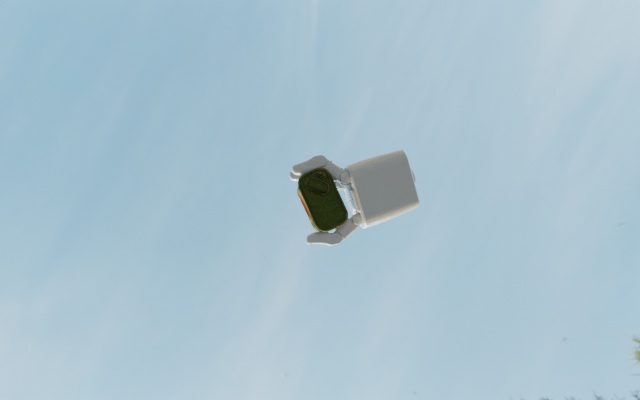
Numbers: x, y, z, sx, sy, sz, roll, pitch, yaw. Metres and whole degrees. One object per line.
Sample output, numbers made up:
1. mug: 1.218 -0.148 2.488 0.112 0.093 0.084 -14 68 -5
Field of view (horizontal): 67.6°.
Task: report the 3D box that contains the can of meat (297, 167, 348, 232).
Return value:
1. can of meat: 0.000 0.003 0.807 0.057 0.102 0.084 -24 -3 -8
